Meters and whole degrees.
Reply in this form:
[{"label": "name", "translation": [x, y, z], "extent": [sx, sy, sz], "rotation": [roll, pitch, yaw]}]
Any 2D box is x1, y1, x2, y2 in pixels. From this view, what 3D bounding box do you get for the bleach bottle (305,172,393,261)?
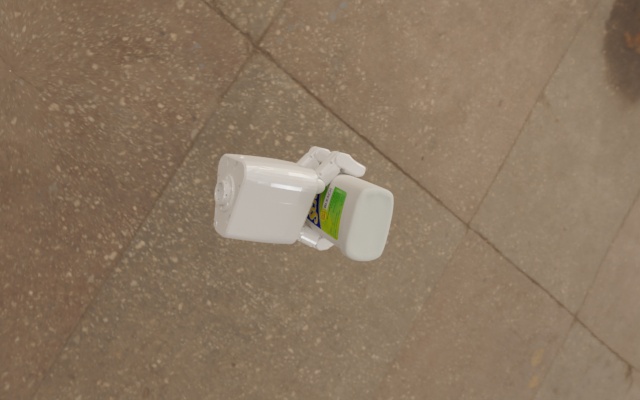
[{"label": "bleach bottle", "translation": [0.000, 0.002, 0.710], "extent": [0.068, 0.102, 0.250], "rotation": [8, 9, -34]}]
